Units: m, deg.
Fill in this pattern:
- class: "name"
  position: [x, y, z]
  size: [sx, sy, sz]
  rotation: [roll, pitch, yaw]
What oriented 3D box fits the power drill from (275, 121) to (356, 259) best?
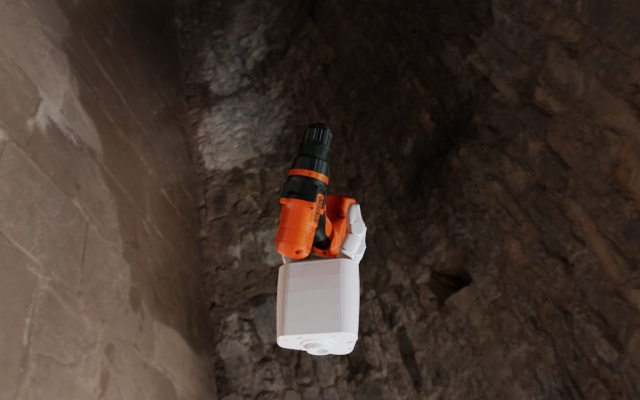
- class: "power drill"
  position: [0.000, 0.003, 0.687]
  size: [0.057, 0.184, 0.188]
  rotation: [9, -13, 22]
